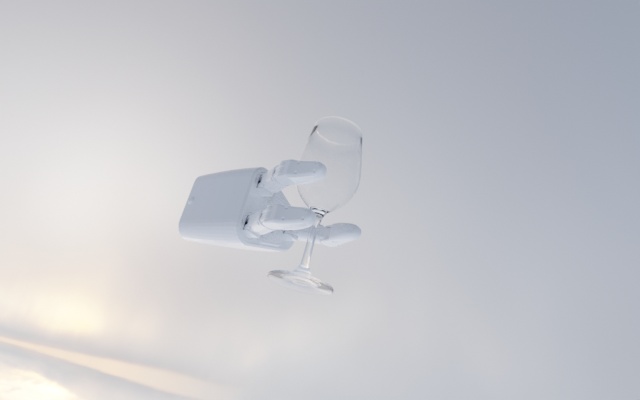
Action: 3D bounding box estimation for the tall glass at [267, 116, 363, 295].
[{"bbox_3d":[0.000,0.002,0.553,0.079,0.201,0.079,12,-24,5],"label":"tall glass"}]
